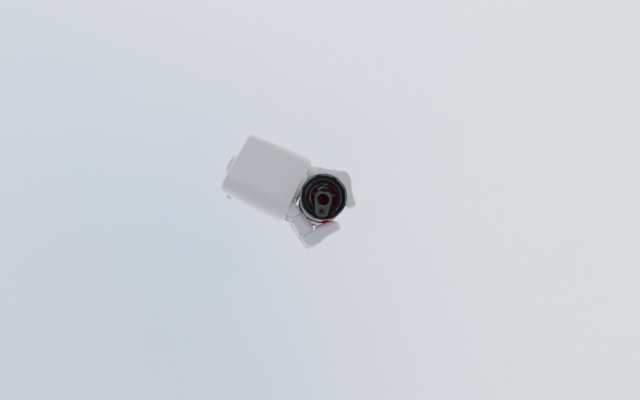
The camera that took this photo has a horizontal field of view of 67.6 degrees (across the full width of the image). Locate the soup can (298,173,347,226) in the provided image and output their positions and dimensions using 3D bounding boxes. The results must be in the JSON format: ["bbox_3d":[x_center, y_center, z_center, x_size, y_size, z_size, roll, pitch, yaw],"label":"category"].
[{"bbox_3d":[0.001,0.003,0.728,0.068,0.068,0.102,0,-9,-5],"label":"soup can"}]
